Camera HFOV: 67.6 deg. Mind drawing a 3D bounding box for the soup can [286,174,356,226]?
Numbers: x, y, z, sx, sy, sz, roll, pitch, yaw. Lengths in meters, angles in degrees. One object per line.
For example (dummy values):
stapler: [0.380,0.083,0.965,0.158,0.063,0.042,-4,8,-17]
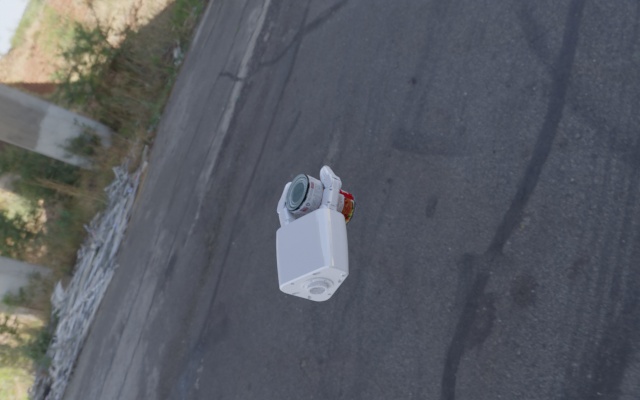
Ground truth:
soup can: [0.000,0.002,0.815,0.102,0.068,0.068,22,-12,-30]
